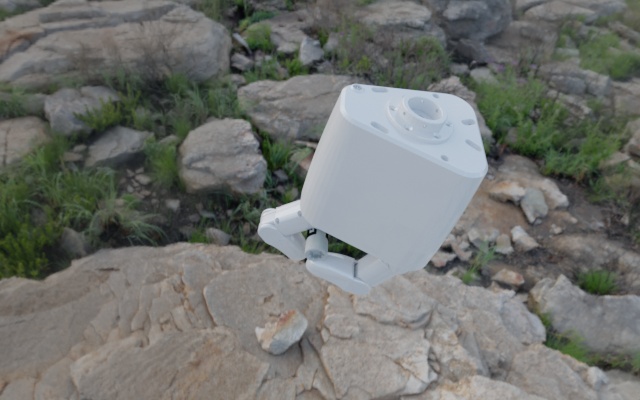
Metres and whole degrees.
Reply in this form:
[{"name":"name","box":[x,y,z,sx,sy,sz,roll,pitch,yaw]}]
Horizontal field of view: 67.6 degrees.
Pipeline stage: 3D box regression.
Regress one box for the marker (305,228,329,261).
[{"name":"marker","box":[0.000,0.001,0.433,0.020,0.121,0.020,3,-43,3]}]
